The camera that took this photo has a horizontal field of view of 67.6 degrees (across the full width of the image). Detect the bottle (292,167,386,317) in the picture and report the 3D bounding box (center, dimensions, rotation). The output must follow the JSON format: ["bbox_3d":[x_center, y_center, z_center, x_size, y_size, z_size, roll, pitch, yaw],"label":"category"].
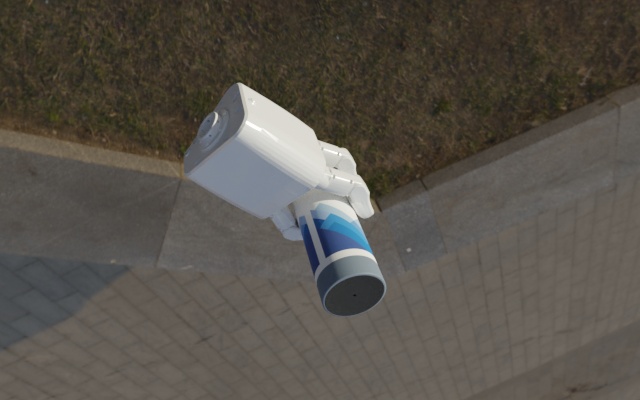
[{"bbox_3d":[0.000,0.002,0.582,0.069,0.069,0.295,0,39,-17],"label":"bottle"}]
